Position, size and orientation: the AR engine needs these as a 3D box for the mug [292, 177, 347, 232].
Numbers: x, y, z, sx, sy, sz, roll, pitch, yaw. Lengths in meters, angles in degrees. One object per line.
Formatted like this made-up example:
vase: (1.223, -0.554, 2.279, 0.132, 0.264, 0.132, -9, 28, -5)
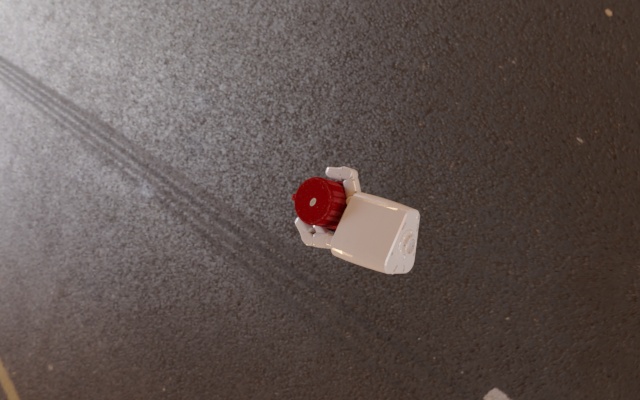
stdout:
mug: (-0.001, 0.002, 0.832, 0.117, 0.093, 0.081, 15, 2, 37)
